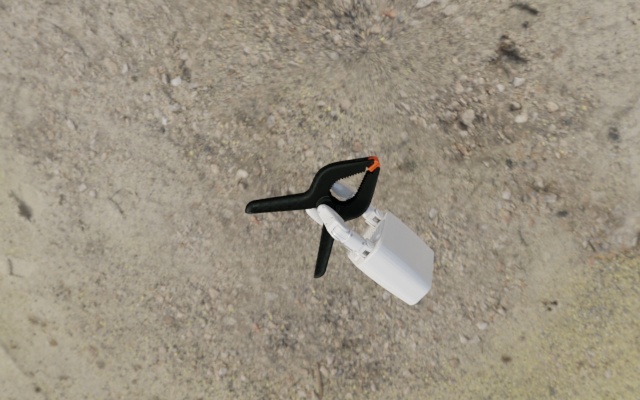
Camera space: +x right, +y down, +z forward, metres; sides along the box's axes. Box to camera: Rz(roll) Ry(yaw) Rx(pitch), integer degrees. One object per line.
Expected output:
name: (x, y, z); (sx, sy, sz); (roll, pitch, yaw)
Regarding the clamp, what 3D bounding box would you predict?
clamp: (0.001, 0.002, 0.717); (0.164, 0.210, 0.036); (38, 17, -12)
